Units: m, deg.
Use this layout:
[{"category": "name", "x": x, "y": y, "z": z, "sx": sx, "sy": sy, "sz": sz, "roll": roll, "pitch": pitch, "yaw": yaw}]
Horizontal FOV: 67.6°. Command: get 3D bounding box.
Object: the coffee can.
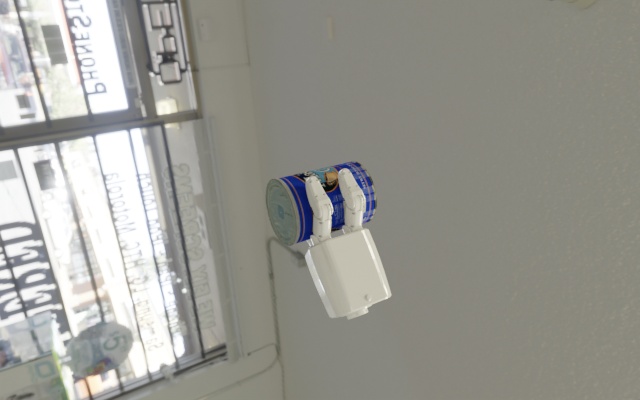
[{"category": "coffee can", "x": 0.000, "y": 0.002, "z": 0.735, "sx": 0.140, "sy": 0.103, "sz": 0.103, "roll": -15, "pitch": 7, "yaw": -27}]
